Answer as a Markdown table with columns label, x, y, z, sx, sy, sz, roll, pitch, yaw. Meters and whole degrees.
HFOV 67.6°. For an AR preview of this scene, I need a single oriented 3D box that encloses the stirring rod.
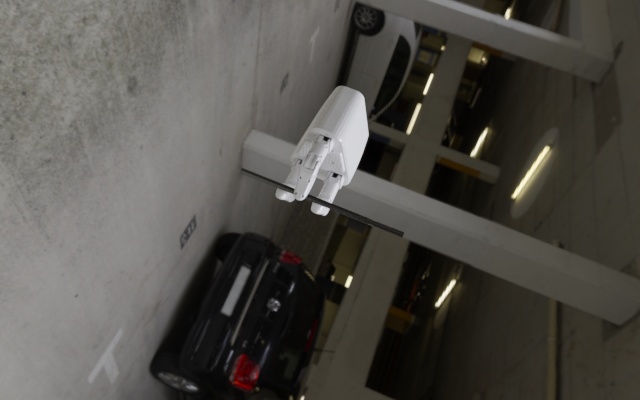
| label | x | y | z | sx | sy | sz | roll | pitch | yaw |
| --- | --- | --- | --- | --- | --- | --- | --- | --- | --- |
| stirring rod | 0.000 | 0.002 | 0.655 | 0.239 | 0.011 | 0.011 | 22 | 3 | 7 |
